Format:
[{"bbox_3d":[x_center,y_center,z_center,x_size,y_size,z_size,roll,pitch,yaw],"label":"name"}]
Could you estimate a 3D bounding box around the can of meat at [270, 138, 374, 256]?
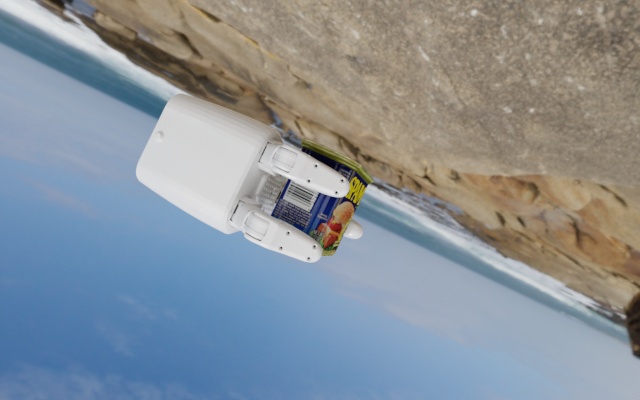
[{"bbox_3d":[0.000,0.002,0.427,0.057,0.084,0.102,26,0,16],"label":"can of meat"}]
